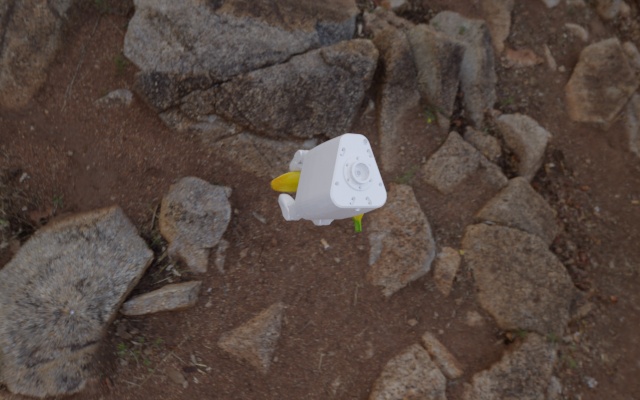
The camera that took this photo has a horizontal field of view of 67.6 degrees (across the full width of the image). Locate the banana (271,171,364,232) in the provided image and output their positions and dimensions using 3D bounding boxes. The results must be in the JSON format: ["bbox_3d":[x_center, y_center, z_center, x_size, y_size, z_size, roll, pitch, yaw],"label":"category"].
[{"bbox_3d":[0.009,-0.013,0.836,0.198,0.069,0.037,27,-19,-25],"label":"banana"}]
